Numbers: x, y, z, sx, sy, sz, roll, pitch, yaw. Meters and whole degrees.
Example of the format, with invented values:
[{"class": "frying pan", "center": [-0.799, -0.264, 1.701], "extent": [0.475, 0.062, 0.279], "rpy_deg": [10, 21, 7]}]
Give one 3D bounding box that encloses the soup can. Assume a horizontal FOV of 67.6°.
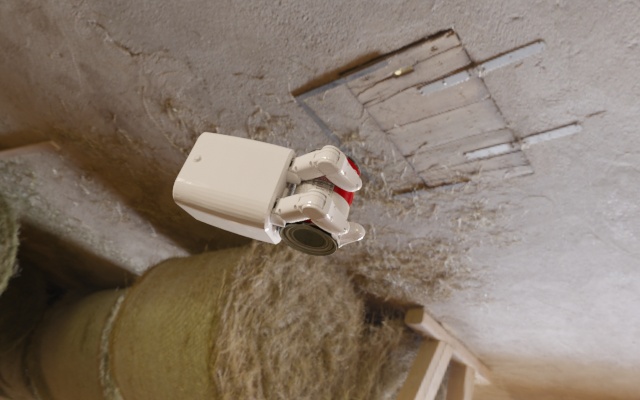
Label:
[{"class": "soup can", "center": [0.000, 0.002, 0.530], "extent": [0.068, 0.102, 0.068], "rpy_deg": [13, -32, 8]}]
